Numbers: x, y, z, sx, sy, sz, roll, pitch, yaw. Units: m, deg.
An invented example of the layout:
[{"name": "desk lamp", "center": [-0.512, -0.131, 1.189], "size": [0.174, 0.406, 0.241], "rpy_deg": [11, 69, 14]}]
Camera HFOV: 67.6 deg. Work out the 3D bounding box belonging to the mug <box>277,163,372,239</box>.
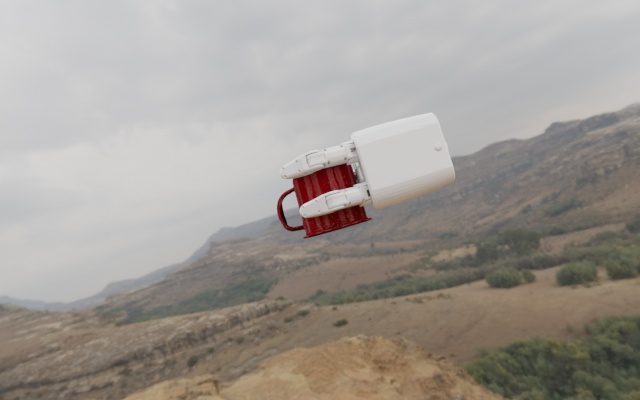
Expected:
[{"name": "mug", "center": [-0.001, 0.002, 0.626], "size": [0.117, 0.081, 0.093], "rpy_deg": [-16, -5, 1]}]
